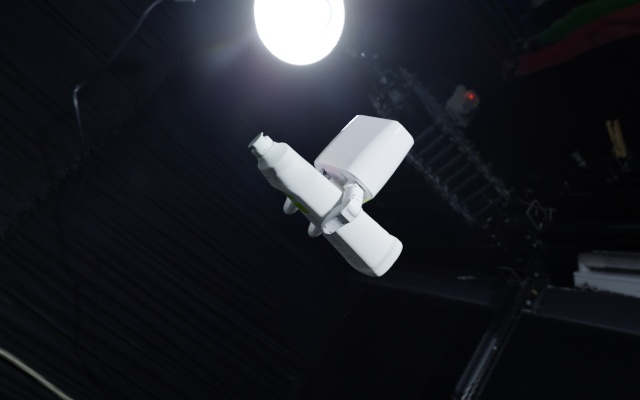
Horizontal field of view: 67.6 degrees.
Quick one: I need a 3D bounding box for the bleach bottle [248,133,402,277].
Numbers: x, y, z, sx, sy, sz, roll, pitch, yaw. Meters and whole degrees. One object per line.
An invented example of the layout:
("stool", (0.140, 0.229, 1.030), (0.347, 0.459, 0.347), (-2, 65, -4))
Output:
("bleach bottle", (0.000, 0.002, 0.674), (0.251, 0.068, 0.102), (44, -13, -19))
